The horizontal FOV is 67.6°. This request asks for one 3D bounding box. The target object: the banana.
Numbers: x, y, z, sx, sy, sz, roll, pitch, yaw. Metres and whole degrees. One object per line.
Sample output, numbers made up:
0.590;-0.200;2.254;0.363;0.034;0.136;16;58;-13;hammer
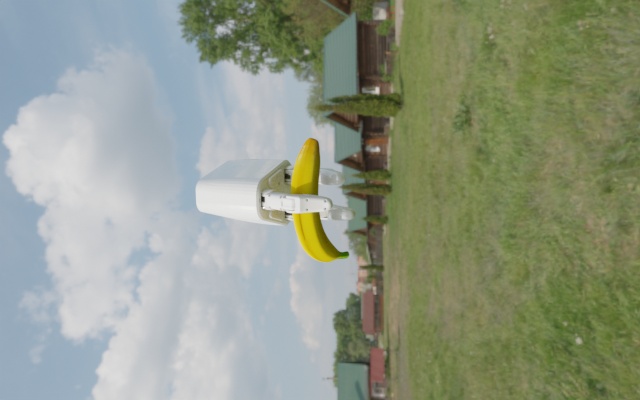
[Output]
-0.010;0.014;0.659;0.037;0.198;0.069;10;36;37;banana
